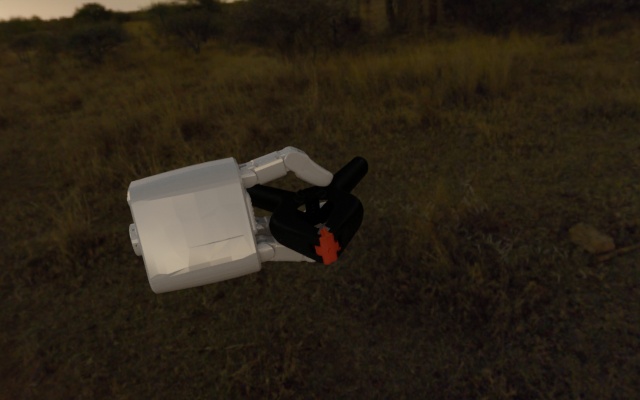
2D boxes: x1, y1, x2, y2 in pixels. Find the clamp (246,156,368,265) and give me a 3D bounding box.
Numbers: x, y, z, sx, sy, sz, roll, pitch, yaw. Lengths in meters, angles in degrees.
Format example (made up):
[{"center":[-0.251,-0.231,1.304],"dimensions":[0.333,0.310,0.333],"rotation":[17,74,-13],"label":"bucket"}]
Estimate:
[{"center":[0.000,0.001,0.506],"dimensions":[0.164,0.036,0.210],"rotation":[-16,23,-10],"label":"clamp"}]
